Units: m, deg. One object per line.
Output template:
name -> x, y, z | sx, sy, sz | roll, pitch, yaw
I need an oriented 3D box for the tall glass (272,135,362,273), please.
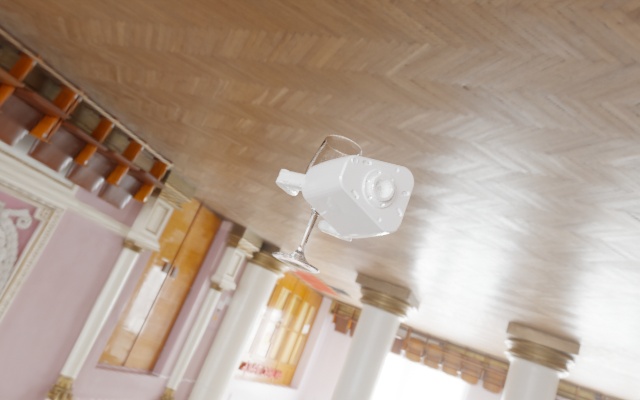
tall glass -> 0.000, 0.003, 0.718 | 0.079, 0.201, 0.079 | 20, -16, 6
